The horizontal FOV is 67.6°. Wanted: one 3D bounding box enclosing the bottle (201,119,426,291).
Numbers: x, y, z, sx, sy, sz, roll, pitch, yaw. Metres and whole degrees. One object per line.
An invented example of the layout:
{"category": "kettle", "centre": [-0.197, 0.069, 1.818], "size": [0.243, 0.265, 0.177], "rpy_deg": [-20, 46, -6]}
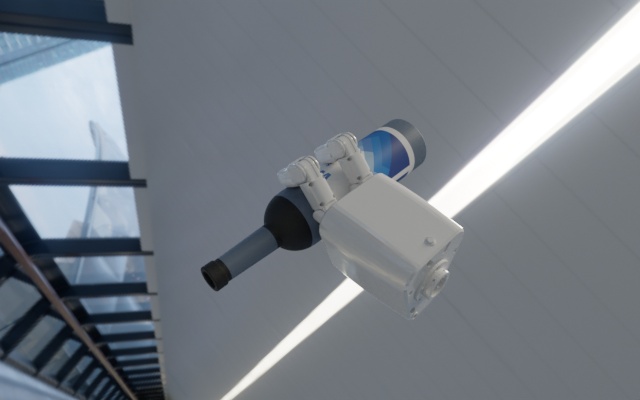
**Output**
{"category": "bottle", "centre": [0.000, 0.002, 0.520], "size": [0.295, 0.069, 0.069], "rpy_deg": [-35, 19, -30]}
